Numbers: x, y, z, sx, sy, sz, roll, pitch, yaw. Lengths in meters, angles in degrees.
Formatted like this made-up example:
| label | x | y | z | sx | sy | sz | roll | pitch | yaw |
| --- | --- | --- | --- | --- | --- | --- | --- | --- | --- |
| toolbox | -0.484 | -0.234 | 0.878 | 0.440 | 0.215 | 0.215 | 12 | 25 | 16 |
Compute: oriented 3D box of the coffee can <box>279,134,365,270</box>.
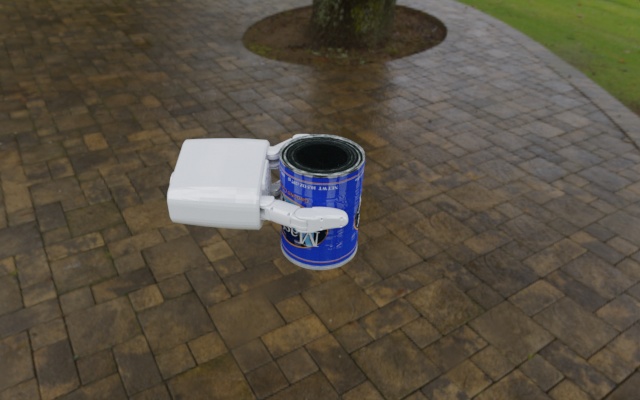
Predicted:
| label | x | y | z | sx | sy | sz | roll | pitch | yaw |
| --- | --- | --- | --- | --- | --- | --- | --- | --- | --- |
| coffee can | 0.000 | 0.002 | 0.603 | 0.103 | 0.140 | 0.102 | 1 | 34 | -1 |
